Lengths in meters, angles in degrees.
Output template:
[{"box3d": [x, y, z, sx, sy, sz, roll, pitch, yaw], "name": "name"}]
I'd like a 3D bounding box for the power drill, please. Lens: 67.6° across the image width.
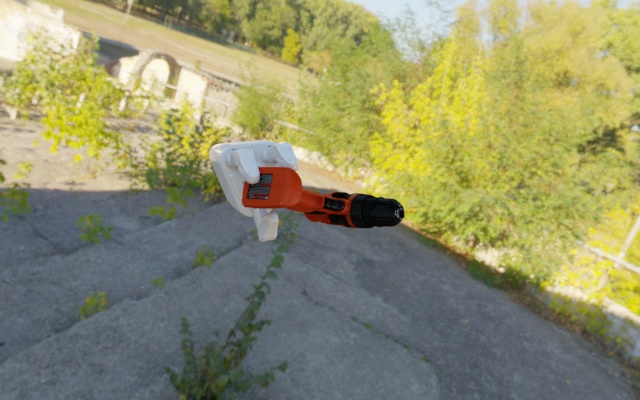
[{"box3d": [0.000, 0.002, 0.672, 0.184, 0.057, 0.188, 0, -13, 45], "name": "power drill"}]
